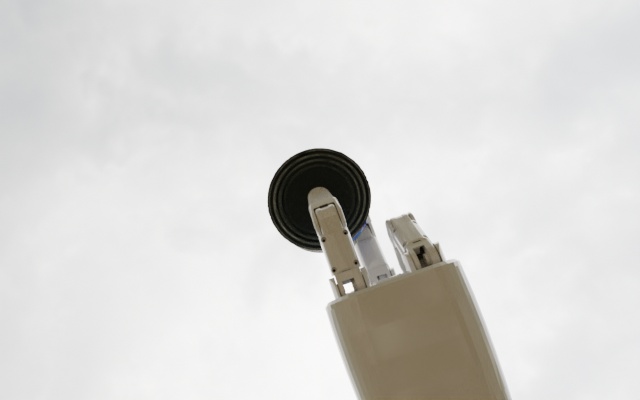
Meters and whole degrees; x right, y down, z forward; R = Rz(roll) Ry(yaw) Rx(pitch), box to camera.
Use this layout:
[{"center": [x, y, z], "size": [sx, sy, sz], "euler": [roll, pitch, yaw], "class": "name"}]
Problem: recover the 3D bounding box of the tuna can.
[{"center": [0.000, 0.001, 0.406], "size": [0.086, 0.086, 0.034], "euler": [0, -12, 6], "class": "tuna can"}]
